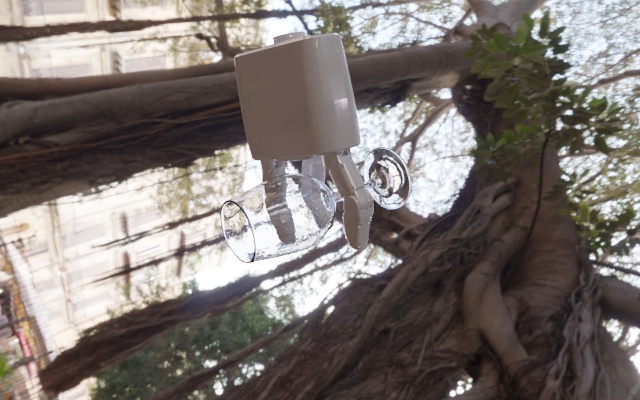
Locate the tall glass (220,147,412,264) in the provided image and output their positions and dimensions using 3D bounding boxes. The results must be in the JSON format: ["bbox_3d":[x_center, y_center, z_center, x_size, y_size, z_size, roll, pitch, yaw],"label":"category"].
[{"bbox_3d":[0.001,0.002,0.492,0.201,0.079,0.079,-20,12,-35],"label":"tall glass"}]
